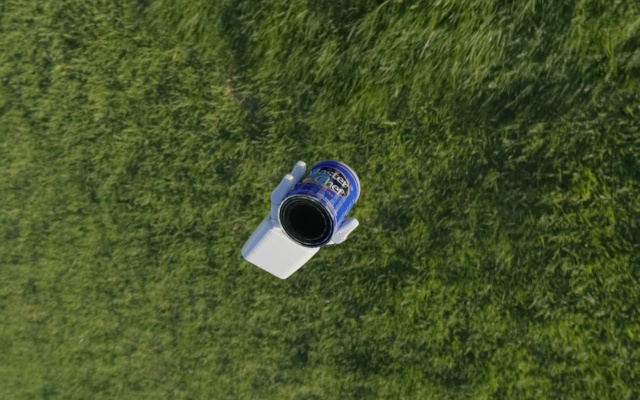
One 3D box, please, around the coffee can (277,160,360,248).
[{"bbox_3d":[0.000,0.003,0.833,0.103,0.103,0.140,0,28,24],"label":"coffee can"}]
